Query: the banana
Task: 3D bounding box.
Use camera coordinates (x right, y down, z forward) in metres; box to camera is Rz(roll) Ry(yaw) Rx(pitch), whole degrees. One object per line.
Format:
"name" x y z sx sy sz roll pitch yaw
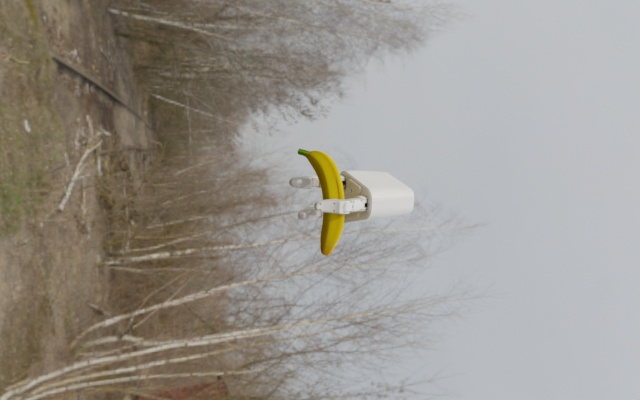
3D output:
"banana" 0.012 -0.005 0.835 0.037 0.197 0.069 -5 -10 -44
